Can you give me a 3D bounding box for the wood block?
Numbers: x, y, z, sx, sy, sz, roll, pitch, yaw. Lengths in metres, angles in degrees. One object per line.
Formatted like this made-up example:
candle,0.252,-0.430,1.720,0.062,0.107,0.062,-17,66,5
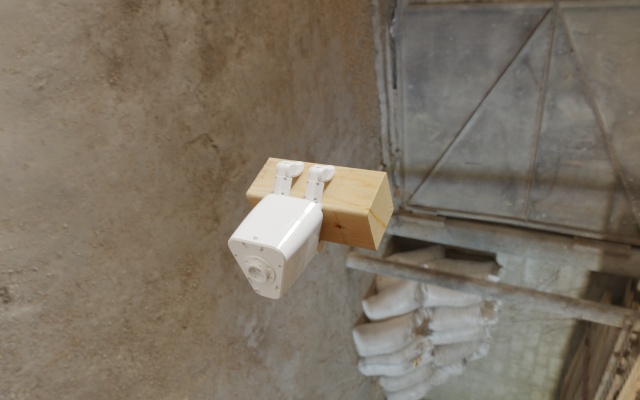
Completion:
wood block,0.000,0.003,0.762,0.206,0.090,0.091,10,-38,25
